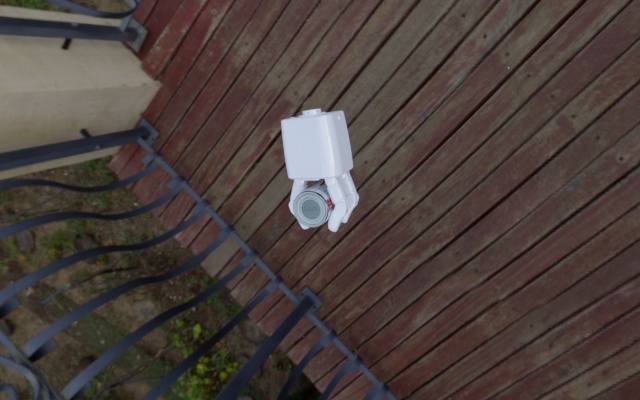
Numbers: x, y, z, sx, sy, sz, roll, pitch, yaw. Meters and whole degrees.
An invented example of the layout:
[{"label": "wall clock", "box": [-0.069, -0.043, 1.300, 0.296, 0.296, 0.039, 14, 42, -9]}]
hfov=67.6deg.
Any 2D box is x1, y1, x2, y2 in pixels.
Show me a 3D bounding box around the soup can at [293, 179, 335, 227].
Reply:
[{"label": "soup can", "box": [0.000, 0.003, 0.866, 0.068, 0.068, 0.102, 0, 15, 21]}]
